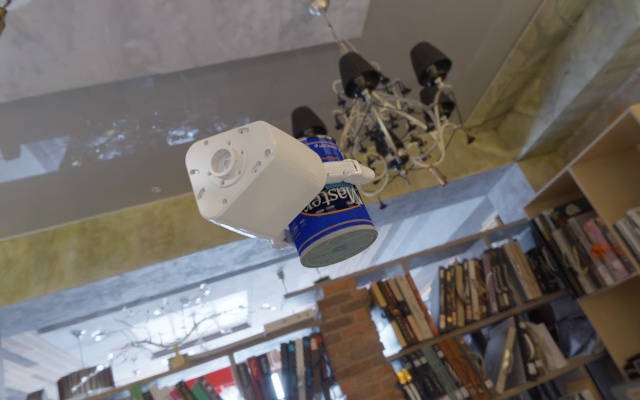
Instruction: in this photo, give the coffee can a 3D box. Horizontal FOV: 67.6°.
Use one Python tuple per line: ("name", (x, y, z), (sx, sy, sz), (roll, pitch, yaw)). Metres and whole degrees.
("coffee can", (0.000, 0.002, 0.616), (0.103, 0.140, 0.103), (-19, -24, -9))
